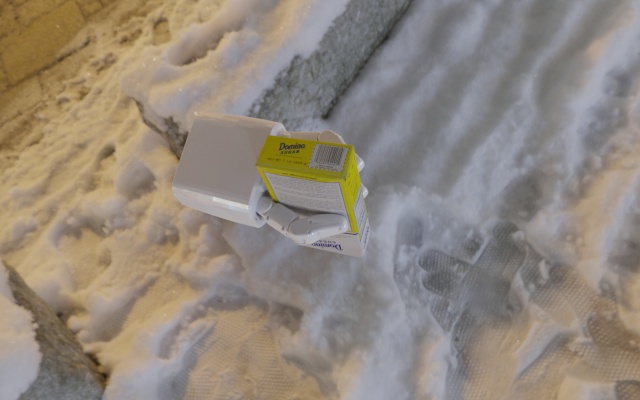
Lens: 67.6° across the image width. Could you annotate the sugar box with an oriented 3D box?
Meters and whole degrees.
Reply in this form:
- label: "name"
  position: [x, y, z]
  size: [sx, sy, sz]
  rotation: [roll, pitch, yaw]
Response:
- label: "sugar box"
  position: [0.000, 0.001, 0.529]
  size: [0.093, 0.048, 0.176]
  rotation: [10, -26, 17]
